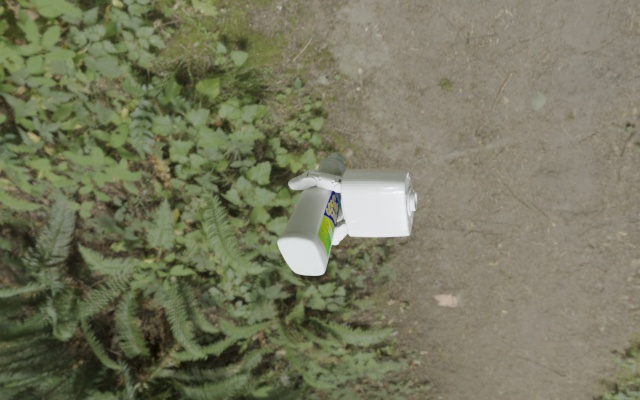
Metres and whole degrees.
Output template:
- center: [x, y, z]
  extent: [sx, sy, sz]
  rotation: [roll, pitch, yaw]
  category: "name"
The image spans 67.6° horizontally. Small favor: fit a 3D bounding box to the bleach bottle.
- center: [0.000, 0.003, 0.840]
  extent: [0.068, 0.250, 0.103]
  rotation: [0, -43, 20]
  category: "bleach bottle"
